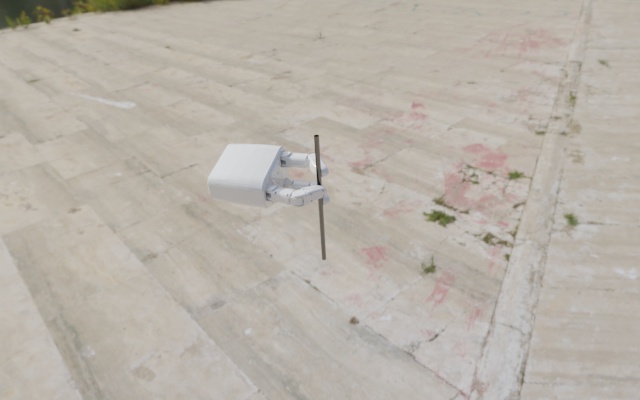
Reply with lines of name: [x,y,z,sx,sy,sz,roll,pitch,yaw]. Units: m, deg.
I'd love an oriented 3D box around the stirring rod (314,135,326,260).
stirring rod: [0.000,0.003,0.799,0.011,0.240,0.011,-3,31,2]
